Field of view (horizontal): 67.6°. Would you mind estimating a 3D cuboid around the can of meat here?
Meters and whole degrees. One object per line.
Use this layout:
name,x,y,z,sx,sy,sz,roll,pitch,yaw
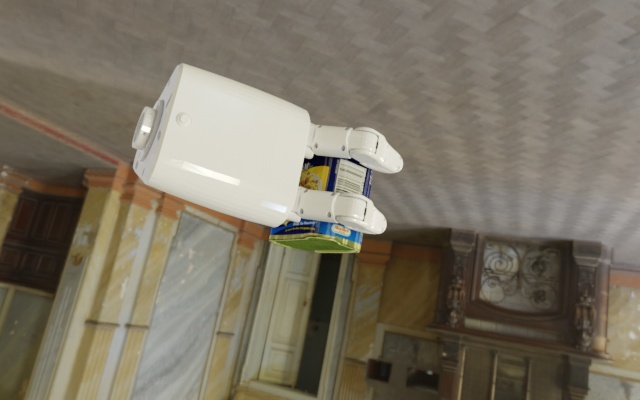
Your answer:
can of meat,0.000,0.002,0.433,0.057,0.084,0.102,20,-16,-31
